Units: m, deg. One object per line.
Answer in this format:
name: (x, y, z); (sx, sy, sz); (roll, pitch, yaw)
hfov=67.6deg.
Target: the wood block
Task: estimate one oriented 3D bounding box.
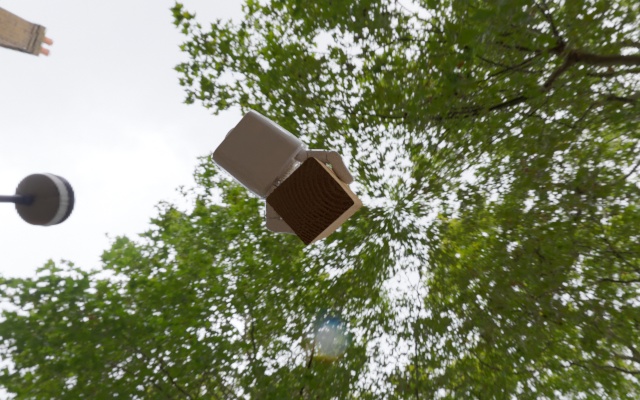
wood block: (0.000, 0.002, 0.742); (0.091, 0.090, 0.206); (-43, -6, 6)
